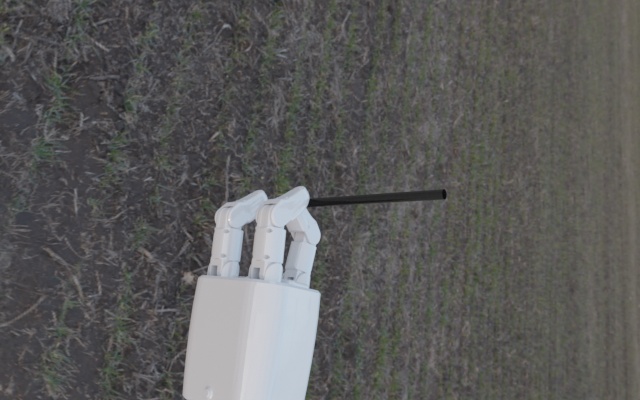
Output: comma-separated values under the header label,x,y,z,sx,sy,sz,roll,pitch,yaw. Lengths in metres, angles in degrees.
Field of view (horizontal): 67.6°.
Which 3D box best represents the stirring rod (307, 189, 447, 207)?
label,x,y,z,sx,sy,sz,roll,pitch,yaw
stirring rod,0.000,0.002,0.437,0.239,0.011,0.011,-4,-2,38
